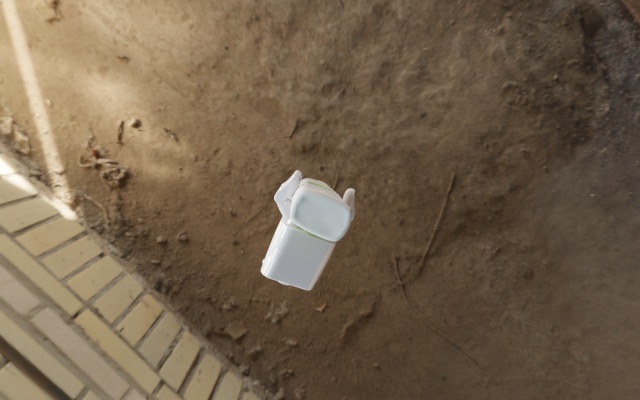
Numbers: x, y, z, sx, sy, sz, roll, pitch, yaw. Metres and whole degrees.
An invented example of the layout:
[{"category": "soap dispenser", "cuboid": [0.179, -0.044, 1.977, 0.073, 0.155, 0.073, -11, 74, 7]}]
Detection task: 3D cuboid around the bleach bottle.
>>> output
[{"category": "bleach bottle", "cuboid": [0.000, 0.003, 0.887, 0.102, 0.068, 0.251, 24, 9, -4]}]
